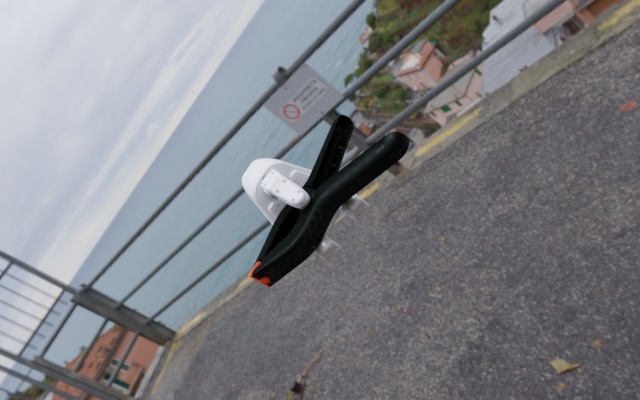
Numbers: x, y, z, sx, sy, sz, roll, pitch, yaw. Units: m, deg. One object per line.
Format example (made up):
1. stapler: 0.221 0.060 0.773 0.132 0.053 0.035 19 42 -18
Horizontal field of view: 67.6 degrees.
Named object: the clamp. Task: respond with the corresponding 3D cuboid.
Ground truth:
1. clamp: -0.001 0.002 0.487 0.036 0.210 0.164 35 -3 -21
